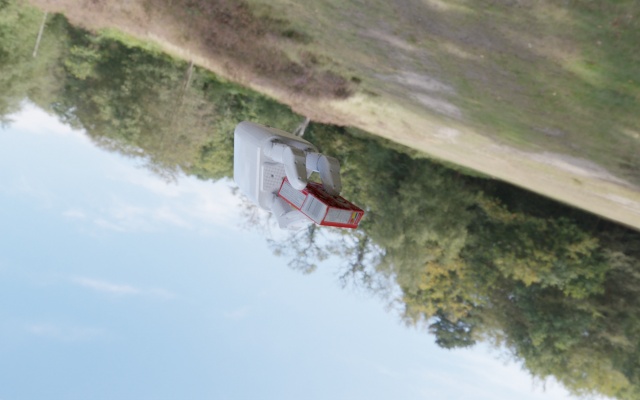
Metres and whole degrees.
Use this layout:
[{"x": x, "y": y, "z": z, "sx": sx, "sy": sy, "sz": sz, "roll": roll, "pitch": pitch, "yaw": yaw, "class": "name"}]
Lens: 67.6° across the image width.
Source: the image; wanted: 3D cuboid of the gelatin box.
[{"x": 0.000, "y": 0.003, "z": 0.612, "sx": 0.073, "sy": 0.030, "sz": 0.089, "roll": 10, "pitch": 19, "yaw": -48, "class": "gelatin box"}]
